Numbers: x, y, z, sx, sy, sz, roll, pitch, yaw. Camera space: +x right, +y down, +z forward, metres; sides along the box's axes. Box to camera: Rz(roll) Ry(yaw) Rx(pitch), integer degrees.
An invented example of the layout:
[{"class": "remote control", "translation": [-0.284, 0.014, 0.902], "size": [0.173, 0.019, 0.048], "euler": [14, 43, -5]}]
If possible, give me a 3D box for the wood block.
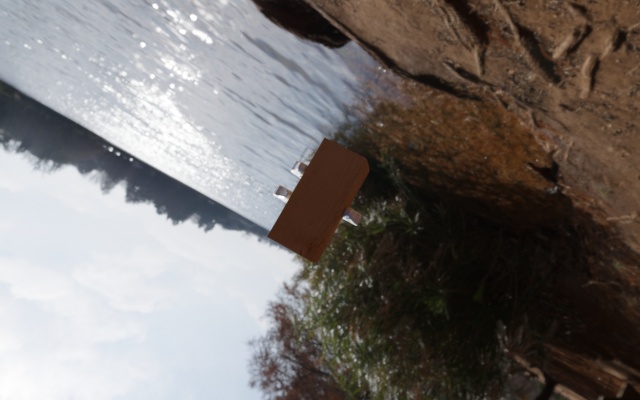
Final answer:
[{"class": "wood block", "translation": [0.000, 0.003, 0.879], "size": [0.091, 0.206, 0.090], "euler": [28, -6, 13]}]
